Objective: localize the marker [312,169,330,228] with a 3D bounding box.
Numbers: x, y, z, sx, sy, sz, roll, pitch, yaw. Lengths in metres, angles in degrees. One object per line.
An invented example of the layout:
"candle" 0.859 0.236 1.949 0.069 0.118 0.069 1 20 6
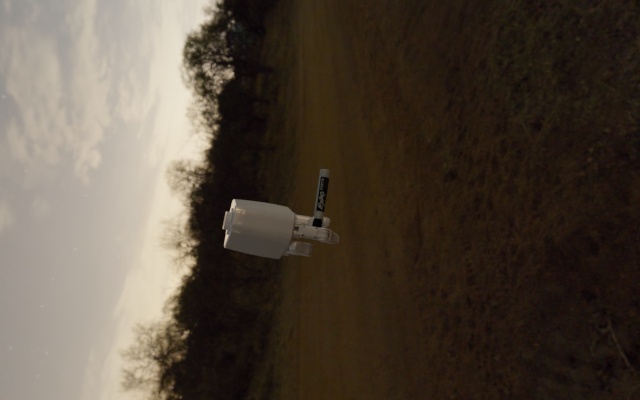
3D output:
"marker" 0.000 0.003 0.865 0.020 0.121 0.020 8 -13 2
